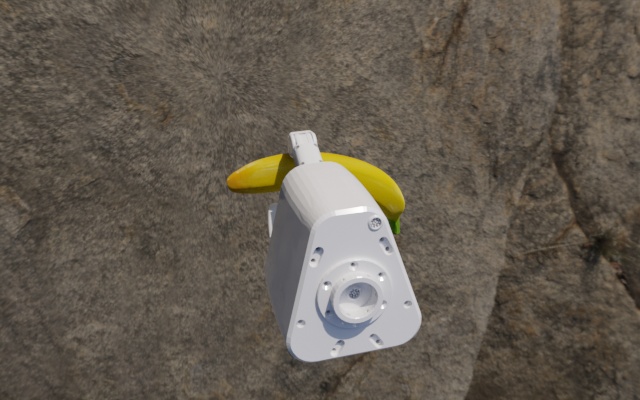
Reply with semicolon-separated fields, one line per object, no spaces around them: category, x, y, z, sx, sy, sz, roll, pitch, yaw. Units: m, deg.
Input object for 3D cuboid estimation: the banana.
banana;0.010;-0.014;0.478;0.198;0.070;0.037;16;17;-18
